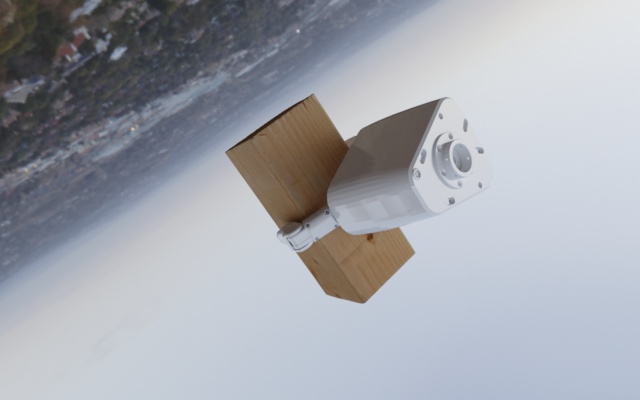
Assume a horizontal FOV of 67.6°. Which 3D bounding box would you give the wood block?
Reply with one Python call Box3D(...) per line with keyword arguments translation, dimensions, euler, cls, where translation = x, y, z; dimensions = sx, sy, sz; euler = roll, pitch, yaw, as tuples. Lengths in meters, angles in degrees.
Box3D(translation=(0.000, 0.002, 0.526), dimensions=(0.091, 0.206, 0.090), euler=(-40, 14, -23), cls="wood block")
